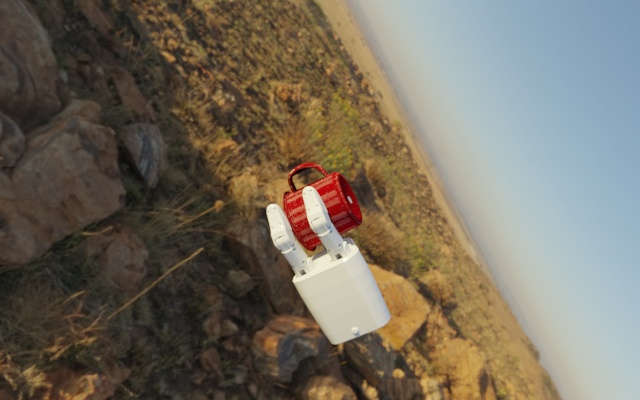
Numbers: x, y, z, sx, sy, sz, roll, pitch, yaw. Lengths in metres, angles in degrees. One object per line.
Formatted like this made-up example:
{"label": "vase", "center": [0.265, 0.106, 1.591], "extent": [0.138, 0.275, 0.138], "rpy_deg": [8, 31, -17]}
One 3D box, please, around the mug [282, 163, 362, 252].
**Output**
{"label": "mug", "center": [0.000, 0.001, 0.659], "extent": [0.081, 0.117, 0.093], "rpy_deg": [-26, 9, 15]}
